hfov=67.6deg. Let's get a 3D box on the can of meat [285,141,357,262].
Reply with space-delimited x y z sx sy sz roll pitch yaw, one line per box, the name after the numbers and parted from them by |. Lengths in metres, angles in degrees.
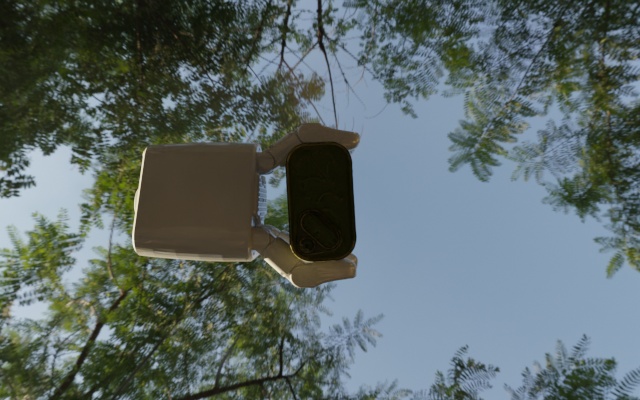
0.000 0.001 0.445 0.057 0.102 0.084 -4 -1 0 | can of meat
